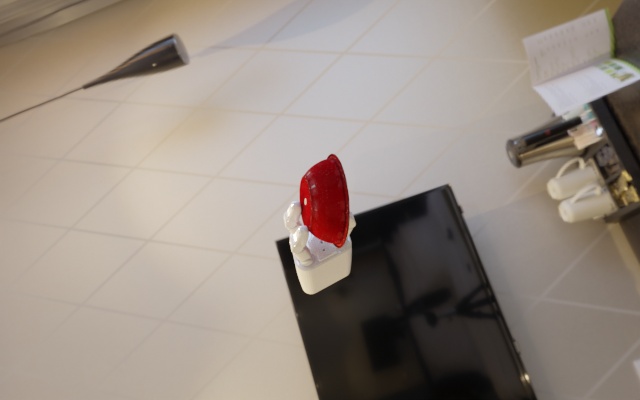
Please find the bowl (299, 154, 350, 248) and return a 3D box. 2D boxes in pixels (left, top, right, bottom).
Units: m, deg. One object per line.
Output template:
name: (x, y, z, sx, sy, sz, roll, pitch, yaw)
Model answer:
bowl: (0.000, 0.002, 0.810, 0.055, 0.162, 0.162, -4, 1, -14)
